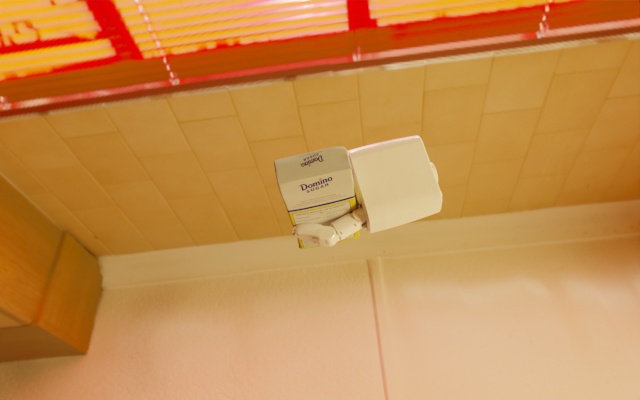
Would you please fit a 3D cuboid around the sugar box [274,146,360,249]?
[{"bbox_3d":[0.000,0.002,0.649,0.093,0.048,0.176,-12,-35,0],"label":"sugar box"}]
